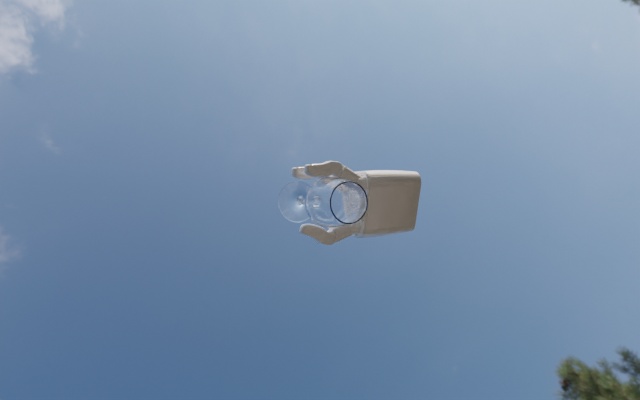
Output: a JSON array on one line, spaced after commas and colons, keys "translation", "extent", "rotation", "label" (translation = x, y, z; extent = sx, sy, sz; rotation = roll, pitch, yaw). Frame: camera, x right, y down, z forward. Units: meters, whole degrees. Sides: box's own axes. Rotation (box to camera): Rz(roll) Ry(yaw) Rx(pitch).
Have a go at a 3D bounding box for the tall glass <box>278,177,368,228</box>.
[{"translation": [0.000, 0.003, 0.769], "extent": [0.079, 0.079, 0.201], "rotation": [0, 0, -24], "label": "tall glass"}]
